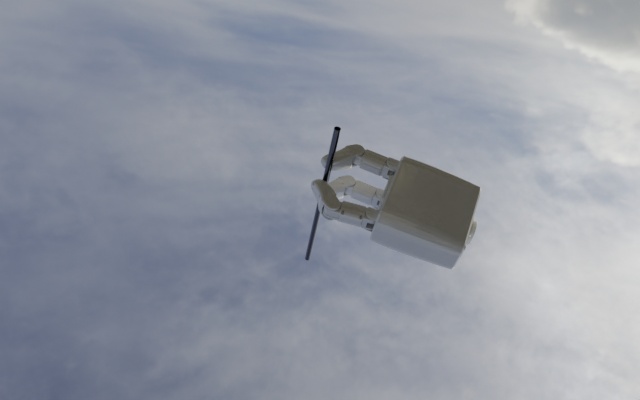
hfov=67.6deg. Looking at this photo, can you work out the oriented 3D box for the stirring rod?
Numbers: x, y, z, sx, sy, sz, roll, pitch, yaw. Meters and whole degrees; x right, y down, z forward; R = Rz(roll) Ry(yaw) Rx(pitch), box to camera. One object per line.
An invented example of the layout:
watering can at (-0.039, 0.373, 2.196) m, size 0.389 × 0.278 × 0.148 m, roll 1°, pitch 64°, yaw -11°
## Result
stirring rod at (0.000, 0.002, 0.630) m, size 0.011 × 0.011 × 0.240 m, roll 0°, pitch -45°, yaw -13°
